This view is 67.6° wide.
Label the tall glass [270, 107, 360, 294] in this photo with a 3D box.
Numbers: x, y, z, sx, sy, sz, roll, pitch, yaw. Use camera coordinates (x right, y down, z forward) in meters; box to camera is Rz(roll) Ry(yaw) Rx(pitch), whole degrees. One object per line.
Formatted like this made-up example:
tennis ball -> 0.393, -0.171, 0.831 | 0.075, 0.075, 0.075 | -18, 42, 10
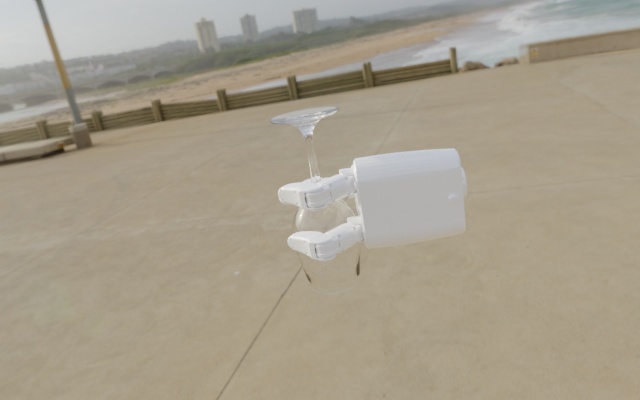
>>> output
tall glass -> 0.000, 0.001, 0.536 | 0.079, 0.201, 0.079 | -9, 18, 3
